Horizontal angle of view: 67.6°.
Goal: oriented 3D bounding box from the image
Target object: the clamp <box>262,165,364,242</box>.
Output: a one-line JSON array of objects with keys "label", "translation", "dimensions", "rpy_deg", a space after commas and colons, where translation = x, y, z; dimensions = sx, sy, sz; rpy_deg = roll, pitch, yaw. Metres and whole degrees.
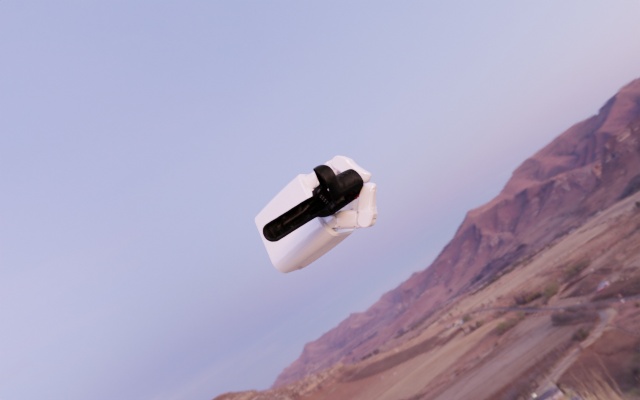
[{"label": "clamp", "translation": [0.000, 0.001, 0.602], "dimensions": [0.120, 0.039, 0.171], "rpy_deg": [-39, -15, 21]}]
